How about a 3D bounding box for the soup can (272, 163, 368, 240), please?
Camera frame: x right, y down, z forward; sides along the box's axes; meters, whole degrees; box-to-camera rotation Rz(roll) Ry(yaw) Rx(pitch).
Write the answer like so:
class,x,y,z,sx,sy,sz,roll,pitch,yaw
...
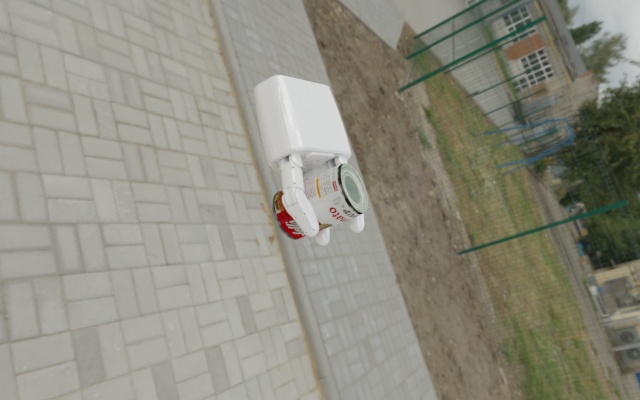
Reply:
class,x,y,z,sx,sy,sz,roll,pitch,yaw
soup can,0.000,0.002,0.600,0.102,0.068,0.068,-23,-11,27
